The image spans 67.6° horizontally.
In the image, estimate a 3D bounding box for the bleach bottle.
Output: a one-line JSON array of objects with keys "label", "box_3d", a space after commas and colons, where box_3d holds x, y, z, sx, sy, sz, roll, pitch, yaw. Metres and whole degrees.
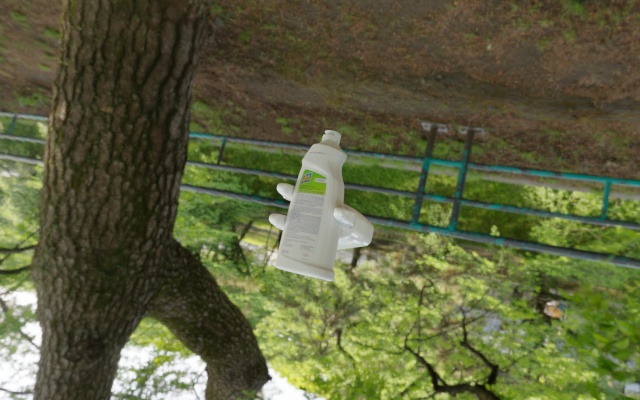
[{"label": "bleach bottle", "box_3d": [0.000, 0.003, 0.812, 0.102, 0.250, 0.068, 9, -11, 27]}]
